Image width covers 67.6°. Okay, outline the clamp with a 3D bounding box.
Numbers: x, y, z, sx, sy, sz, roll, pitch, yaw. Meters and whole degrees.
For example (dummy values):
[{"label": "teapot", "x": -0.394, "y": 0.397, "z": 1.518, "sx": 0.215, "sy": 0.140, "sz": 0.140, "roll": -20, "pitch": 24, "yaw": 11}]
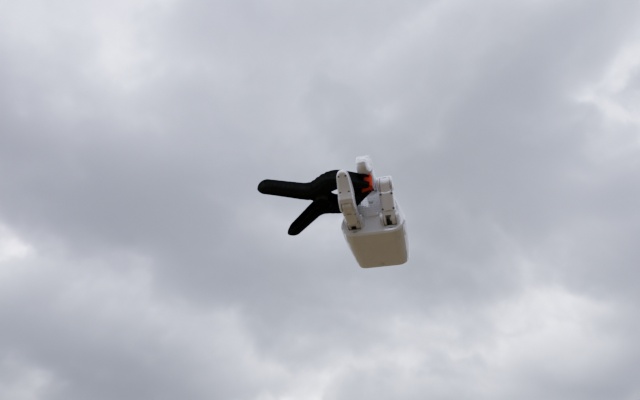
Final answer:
[{"label": "clamp", "x": 0.000, "y": 0.002, "z": 0.739, "sx": 0.171, "sy": 0.039, "sz": 0.120, "roll": -8, "pitch": -41, "yaw": 12}]
